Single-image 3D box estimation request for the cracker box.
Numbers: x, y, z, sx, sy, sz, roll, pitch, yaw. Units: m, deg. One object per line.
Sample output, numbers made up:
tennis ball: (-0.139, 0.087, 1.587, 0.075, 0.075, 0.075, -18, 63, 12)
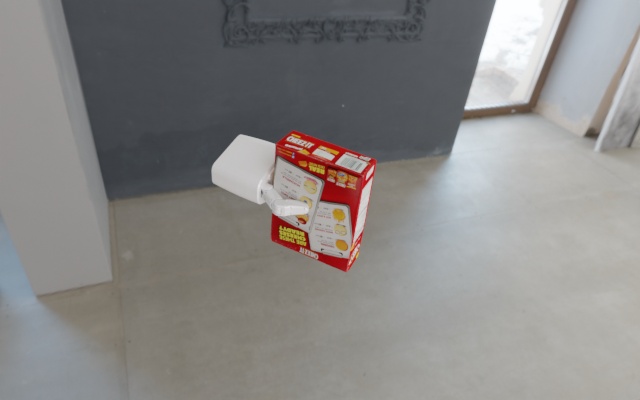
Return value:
cracker box: (0.000, 0.003, 0.845, 0.164, 0.214, 0.072, 21, 39, 19)
